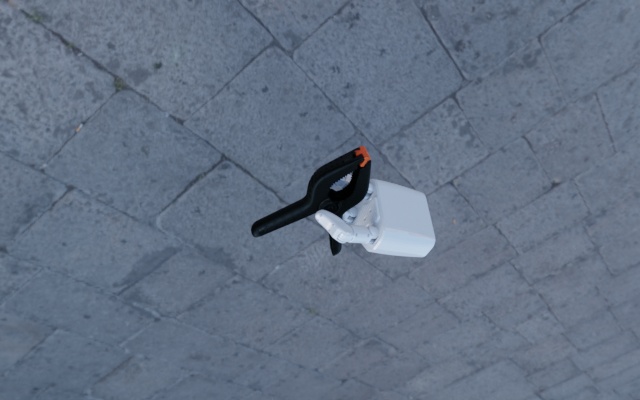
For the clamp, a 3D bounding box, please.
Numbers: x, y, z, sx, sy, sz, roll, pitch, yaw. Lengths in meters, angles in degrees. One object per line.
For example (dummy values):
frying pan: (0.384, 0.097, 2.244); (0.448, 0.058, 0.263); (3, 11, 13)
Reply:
clamp: (0.001, 0.003, 0.717); (0.164, 0.210, 0.036); (10, 39, -28)
